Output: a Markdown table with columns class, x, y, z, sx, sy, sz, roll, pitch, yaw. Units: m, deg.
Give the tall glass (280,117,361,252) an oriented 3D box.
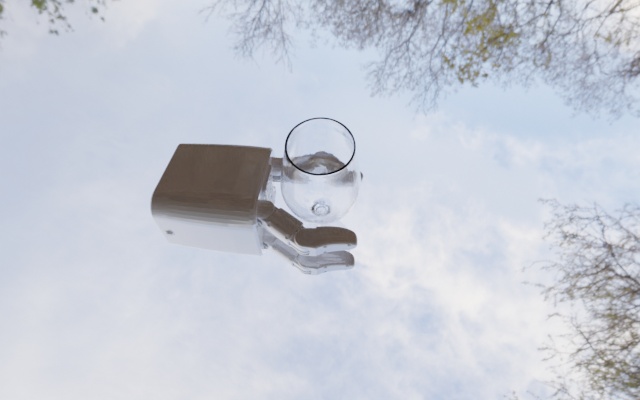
| class | x | y | z | sx | sy | sz | roll | pitch | yaw |
| --- | --- | --- | --- | --- | --- | --- | --- | --- | --- |
| tall glass | 0.000 | 0.002 | 0.496 | 0.079 | 0.079 | 0.201 | 0 | -30 | 0 |
